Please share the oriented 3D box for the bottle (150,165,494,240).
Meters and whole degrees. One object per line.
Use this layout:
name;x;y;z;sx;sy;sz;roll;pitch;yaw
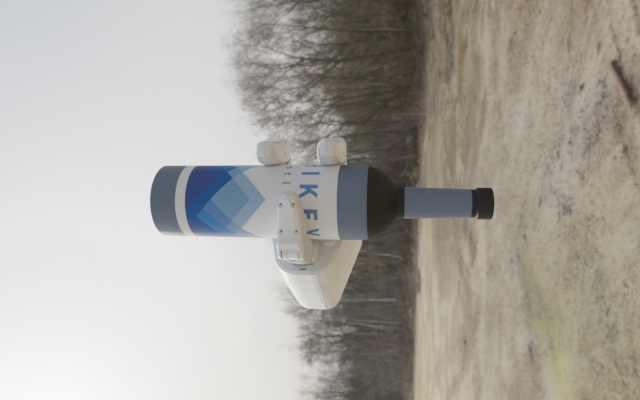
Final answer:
bottle;0.000;0.001;0.429;0.296;0.069;0.069;1;0;9
